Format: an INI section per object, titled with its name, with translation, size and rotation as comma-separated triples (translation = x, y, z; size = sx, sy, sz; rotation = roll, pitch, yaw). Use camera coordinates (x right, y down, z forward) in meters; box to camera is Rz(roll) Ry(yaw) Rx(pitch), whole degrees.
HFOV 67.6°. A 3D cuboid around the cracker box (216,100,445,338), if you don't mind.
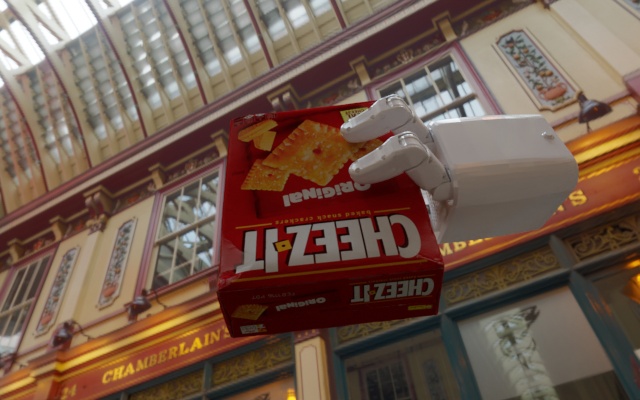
[cracker box]
translation = 0.000, 0.001, 0.422
size = 0.164, 0.072, 0.213
rotation = -7, 44, 0
